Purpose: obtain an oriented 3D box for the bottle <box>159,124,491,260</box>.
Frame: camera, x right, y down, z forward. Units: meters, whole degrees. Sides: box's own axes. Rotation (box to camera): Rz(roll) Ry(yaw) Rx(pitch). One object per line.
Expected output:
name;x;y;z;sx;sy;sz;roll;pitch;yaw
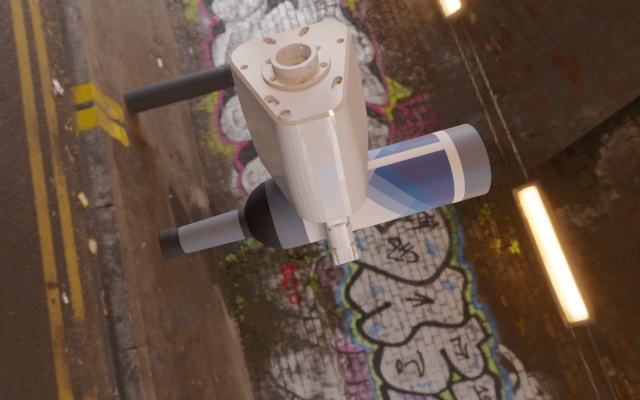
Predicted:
bottle;0.000;0.001;0.436;0.296;0.069;0.069;-16;0;0
